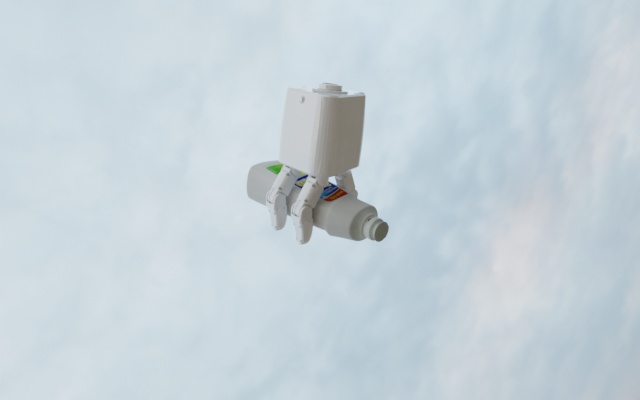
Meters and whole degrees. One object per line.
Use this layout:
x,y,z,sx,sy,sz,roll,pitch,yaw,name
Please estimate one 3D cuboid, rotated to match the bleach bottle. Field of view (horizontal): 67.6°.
0.000,0.002,0.702,0.102,0.068,0.250,-10,24,-43,bleach bottle
